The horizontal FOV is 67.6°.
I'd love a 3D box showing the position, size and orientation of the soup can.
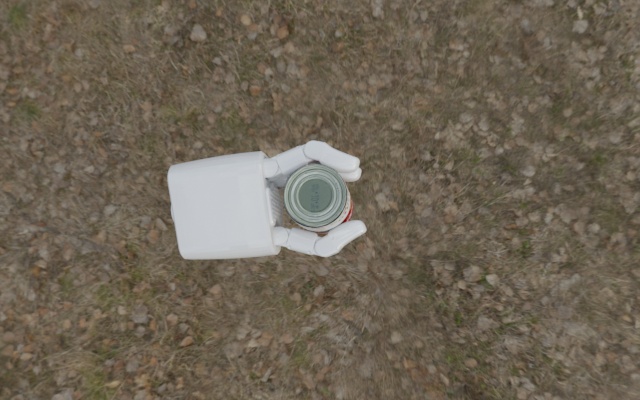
[{"bbox_3d":[0.001,0.002,0.529,0.068,0.068,0.102,0,-9,7],"label":"soup can"}]
